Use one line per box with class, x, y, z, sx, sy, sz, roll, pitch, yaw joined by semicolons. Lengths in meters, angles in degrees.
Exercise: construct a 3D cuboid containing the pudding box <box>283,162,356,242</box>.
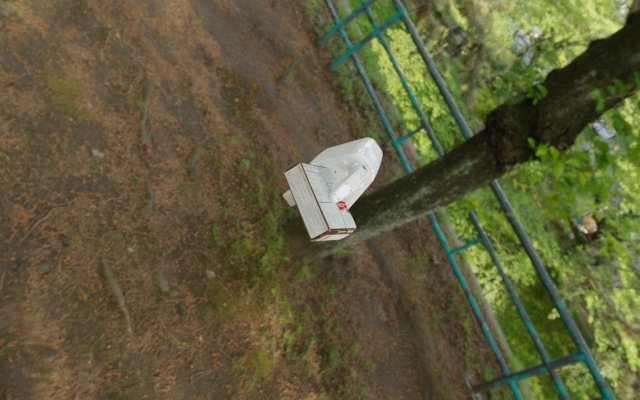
pudding box;0.000;0.002;0.707;0.039;0.113;0.090;-32;-17;25
